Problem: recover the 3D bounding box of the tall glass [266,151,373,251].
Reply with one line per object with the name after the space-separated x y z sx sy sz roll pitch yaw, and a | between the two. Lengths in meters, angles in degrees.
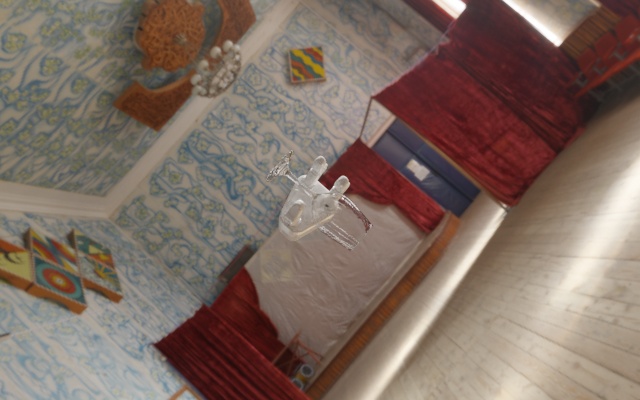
0.000 0.002 0.866 0.201 0.079 0.079 41 4 5 | tall glass
